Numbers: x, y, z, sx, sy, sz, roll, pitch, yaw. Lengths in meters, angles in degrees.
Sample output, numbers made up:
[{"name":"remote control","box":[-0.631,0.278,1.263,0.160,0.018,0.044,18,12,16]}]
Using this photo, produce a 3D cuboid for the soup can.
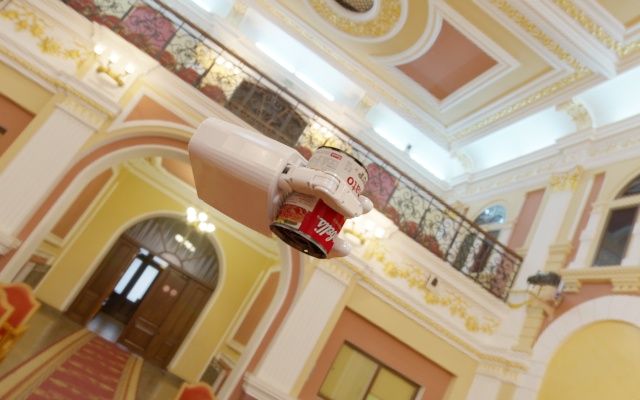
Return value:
[{"name":"soup can","box":[0.001,0.002,0.507,0.068,0.102,0.068,26,-19,10]}]
